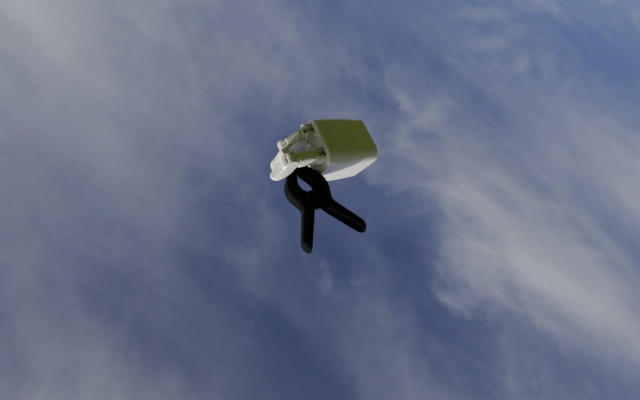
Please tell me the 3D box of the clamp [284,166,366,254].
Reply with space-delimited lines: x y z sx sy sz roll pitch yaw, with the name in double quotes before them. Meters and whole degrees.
"clamp" 0.000 0.003 0.801 0.120 0.171 0.039 -7 -28 -29
